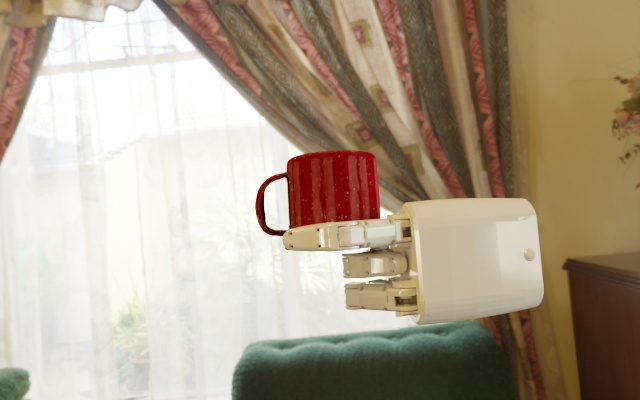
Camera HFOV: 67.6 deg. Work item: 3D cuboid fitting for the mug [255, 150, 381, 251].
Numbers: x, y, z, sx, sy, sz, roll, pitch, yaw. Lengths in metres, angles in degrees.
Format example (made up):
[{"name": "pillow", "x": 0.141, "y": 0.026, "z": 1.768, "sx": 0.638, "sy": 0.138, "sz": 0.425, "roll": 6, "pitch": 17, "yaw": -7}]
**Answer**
[{"name": "mug", "x": -0.001, "y": 0.001, "z": 0.426, "sx": 0.117, "sy": 0.081, "sz": 0.093, "roll": -3, "pitch": -3, "yaw": -10}]
